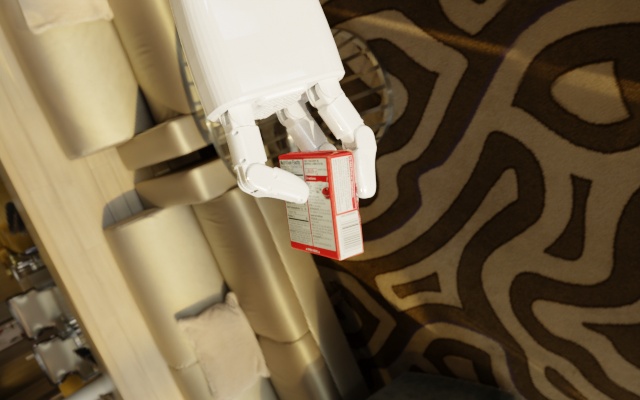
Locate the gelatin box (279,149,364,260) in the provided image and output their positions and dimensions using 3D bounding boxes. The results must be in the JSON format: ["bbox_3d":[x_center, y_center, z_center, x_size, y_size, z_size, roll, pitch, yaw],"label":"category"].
[{"bbox_3d":[0.000,0.002,0.414,0.030,0.089,0.073,-13,11,-36],"label":"gelatin box"}]
